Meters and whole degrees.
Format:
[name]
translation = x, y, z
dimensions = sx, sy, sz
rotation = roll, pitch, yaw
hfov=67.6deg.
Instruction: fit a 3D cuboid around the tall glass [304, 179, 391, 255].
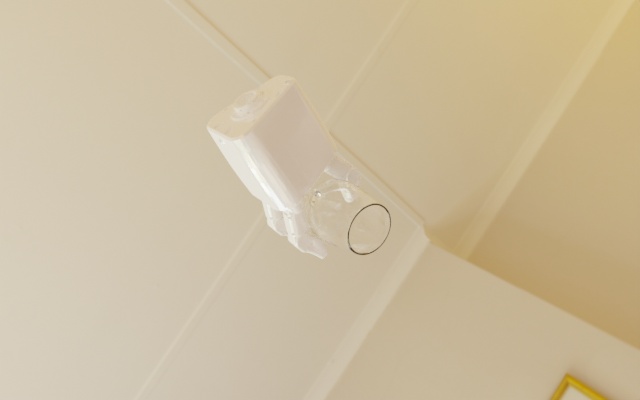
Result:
[tall glass]
translation = 0.000, 0.002, 0.606
dimensions = 0.079, 0.079, 0.201
rotation = 0, 18, -36
